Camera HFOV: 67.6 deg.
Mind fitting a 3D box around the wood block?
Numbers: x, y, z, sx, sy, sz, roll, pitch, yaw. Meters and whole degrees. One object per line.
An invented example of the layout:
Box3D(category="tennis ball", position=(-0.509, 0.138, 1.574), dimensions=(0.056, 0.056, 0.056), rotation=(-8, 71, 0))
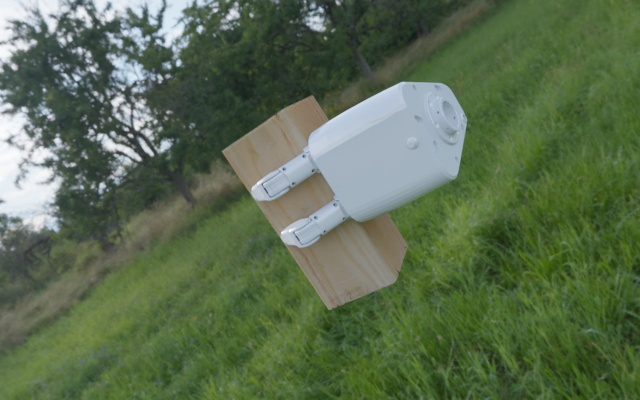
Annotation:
Box3D(category="wood block", position=(0.000, 0.001, 0.526), dimensions=(0.090, 0.206, 0.090), rotation=(-29, 9, 26))
